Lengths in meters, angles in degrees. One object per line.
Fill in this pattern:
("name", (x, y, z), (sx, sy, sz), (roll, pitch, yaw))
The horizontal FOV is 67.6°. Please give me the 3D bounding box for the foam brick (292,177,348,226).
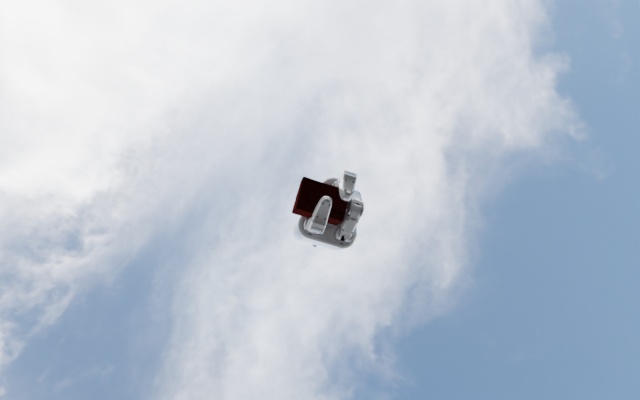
("foam brick", (0.000, 0.002, 0.744), (0.078, 0.053, 0.051), (17, -12, -8))
